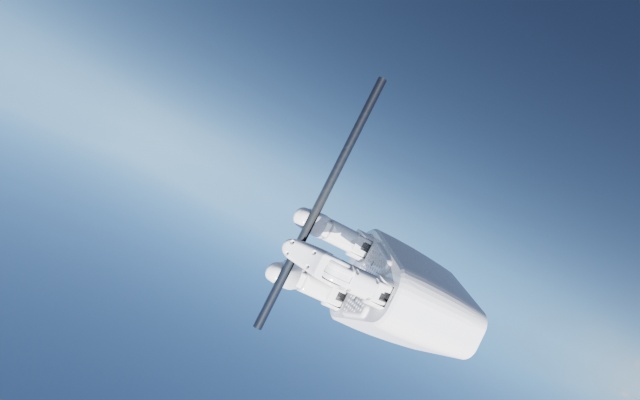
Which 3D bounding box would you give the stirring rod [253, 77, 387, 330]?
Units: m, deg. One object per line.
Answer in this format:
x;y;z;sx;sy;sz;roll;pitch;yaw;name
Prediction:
0.000;0.001;0.412;0.011;0.239;0.011;27;-2;1;stirring rod
